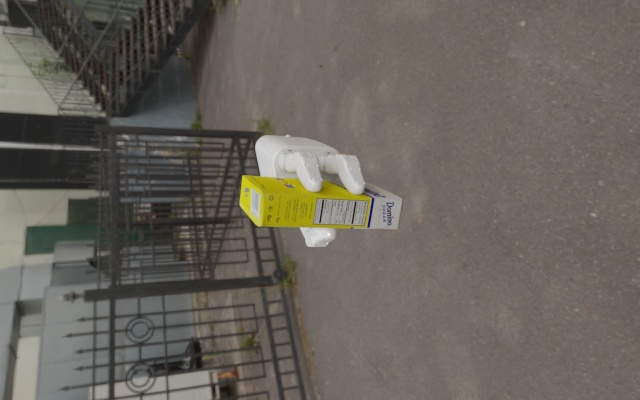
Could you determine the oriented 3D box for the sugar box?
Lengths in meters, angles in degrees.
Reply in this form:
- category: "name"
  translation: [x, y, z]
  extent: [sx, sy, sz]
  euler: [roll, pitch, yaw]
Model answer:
- category: "sugar box"
  translation: [0.000, 0.001, 0.577]
  extent: [0.176, 0.048, 0.093]
  euler: [0, 15, -23]
